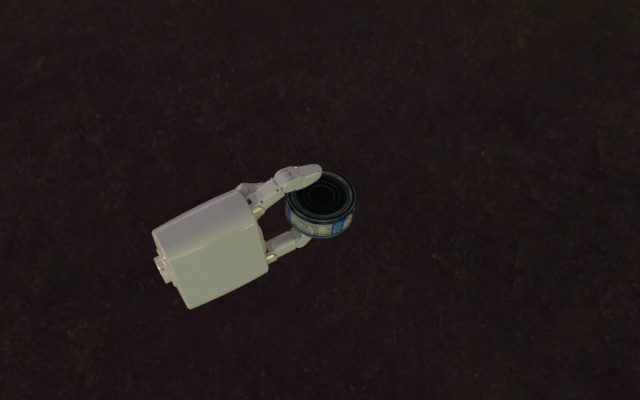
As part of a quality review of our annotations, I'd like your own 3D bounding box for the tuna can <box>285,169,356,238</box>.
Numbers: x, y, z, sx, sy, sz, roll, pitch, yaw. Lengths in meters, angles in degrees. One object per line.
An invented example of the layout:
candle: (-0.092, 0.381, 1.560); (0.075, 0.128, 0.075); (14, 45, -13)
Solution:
tuna can: (0.000, 0.002, 0.581); (0.086, 0.086, 0.034); (0, -39, -6)
